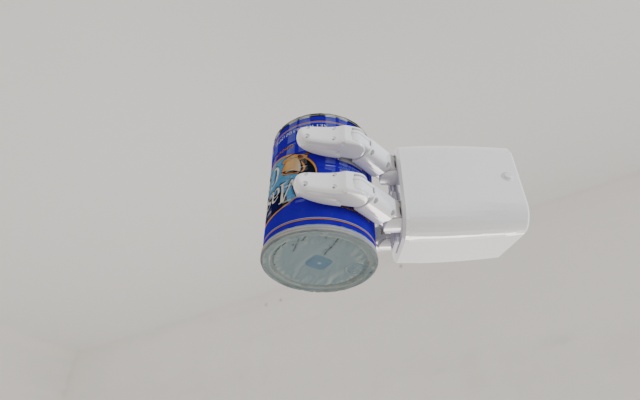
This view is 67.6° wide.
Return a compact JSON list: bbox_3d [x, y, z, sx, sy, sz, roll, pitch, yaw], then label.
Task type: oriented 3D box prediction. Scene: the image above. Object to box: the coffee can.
[{"bbox_3d":[0.000,0.002,0.457,0.103,0.140,0.103,1,-39,1],"label":"coffee can"}]
